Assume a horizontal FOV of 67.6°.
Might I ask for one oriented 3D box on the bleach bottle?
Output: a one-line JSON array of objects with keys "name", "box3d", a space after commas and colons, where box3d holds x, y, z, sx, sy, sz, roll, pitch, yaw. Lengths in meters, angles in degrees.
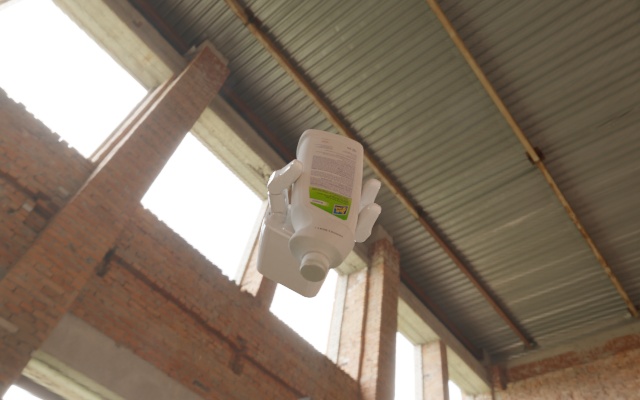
[{"name": "bleach bottle", "box3d": [0.000, 0.002, 0.625, 0.102, 0.068, 0.250, 14, 39, -1]}]
